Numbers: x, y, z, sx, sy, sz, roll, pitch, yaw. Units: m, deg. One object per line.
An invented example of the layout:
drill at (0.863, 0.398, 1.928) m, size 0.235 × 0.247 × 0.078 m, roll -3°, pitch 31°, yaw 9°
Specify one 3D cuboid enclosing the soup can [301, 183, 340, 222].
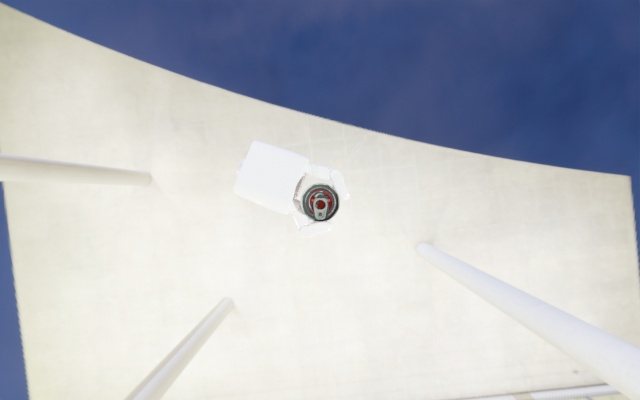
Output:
soup can at (0.001, 0.003, 0.867) m, size 0.068 × 0.068 × 0.102 m, roll 0°, pitch 1°, yaw 1°
